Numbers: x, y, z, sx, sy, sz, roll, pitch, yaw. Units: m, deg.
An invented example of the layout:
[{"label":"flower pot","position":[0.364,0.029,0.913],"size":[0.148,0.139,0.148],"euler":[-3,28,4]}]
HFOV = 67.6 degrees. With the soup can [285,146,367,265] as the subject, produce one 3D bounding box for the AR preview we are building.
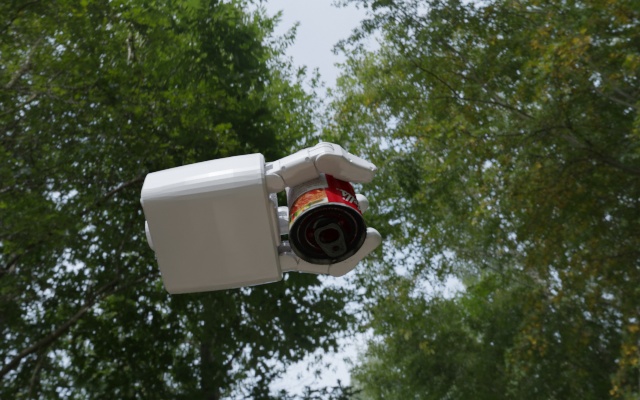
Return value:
[{"label":"soup can","position":[0.001,0.001,0.448],"size":[0.068,0.068,0.102],"euler":[0,35,-9]}]
